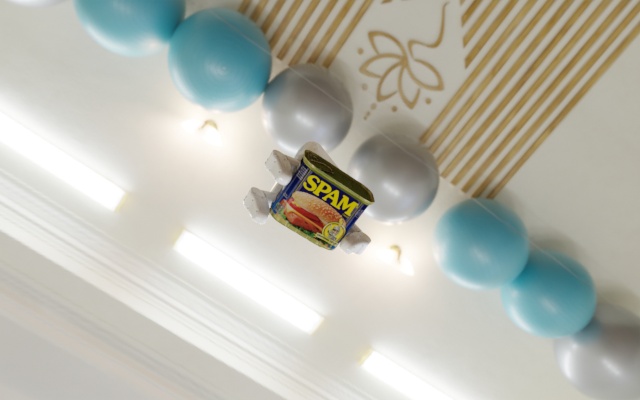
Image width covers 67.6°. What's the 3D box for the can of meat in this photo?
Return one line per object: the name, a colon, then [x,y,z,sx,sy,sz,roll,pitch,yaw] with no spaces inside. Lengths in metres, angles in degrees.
can of meat: [0.000,0.002,0.584,0.102,0.084,0.057,32,18,-12]
